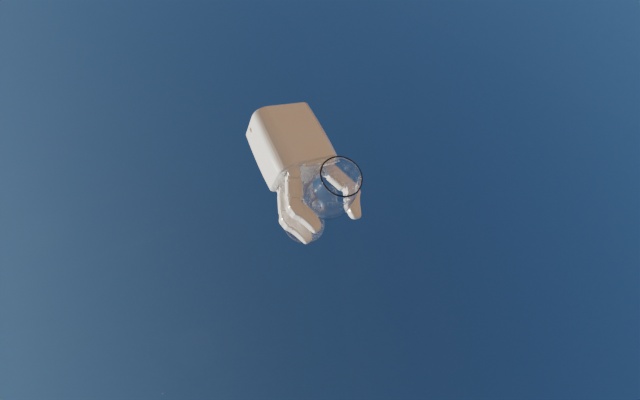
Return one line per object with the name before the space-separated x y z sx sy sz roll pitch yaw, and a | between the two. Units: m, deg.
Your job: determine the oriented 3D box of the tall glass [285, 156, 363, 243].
tall glass | 0.000 0.003 0.738 0.079 0.079 0.201 0 -21 -18
